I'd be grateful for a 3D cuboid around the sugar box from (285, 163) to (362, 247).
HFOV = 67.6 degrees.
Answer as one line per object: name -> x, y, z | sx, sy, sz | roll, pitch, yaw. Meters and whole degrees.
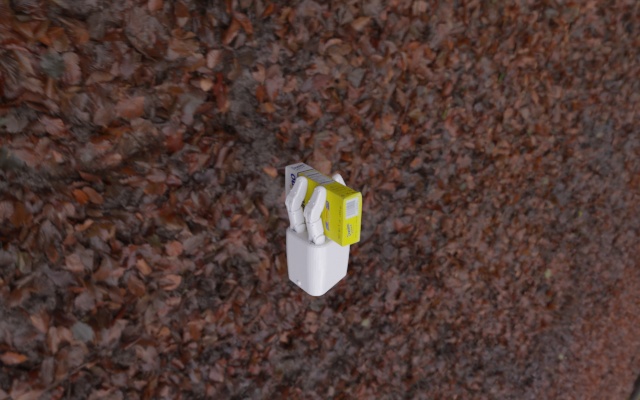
sugar box -> 0.000, 0.003, 0.852 | 0.048, 0.093, 0.176 | -18, 30, -35
